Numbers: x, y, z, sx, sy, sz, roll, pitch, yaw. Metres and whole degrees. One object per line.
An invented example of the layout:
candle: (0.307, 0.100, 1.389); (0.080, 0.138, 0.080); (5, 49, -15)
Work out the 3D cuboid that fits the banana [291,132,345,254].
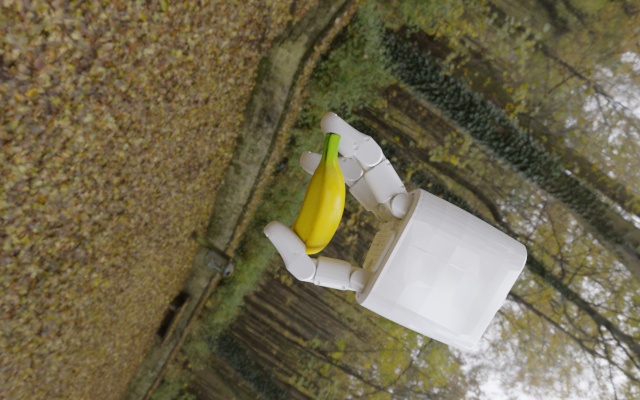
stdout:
banana: (-0.004, 0.016, 0.451); (0.037, 0.069, 0.198); (19, -26, -3)
